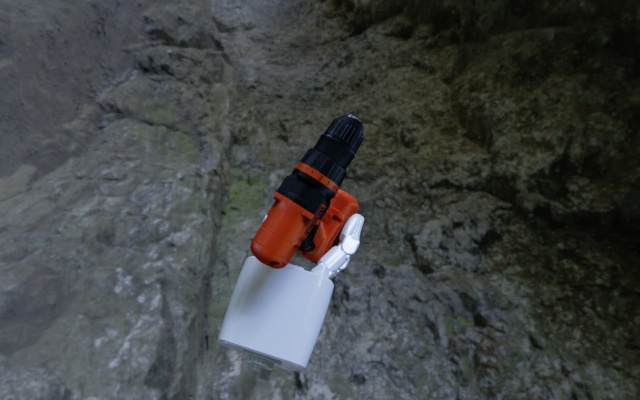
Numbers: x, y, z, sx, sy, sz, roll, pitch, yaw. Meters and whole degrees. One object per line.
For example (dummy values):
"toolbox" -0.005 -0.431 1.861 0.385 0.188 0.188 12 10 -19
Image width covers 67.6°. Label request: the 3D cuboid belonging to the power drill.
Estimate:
"power drill" 0.000 0.002 0.575 0.057 0.184 0.188 33 -4 17
